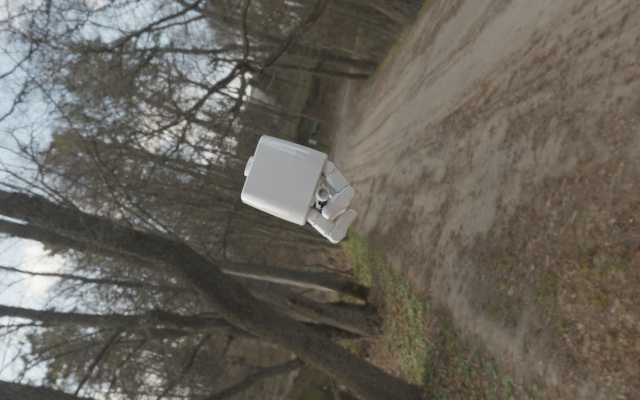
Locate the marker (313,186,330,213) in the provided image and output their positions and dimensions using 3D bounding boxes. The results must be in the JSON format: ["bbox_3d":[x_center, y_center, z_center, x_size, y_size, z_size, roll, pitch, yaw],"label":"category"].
[{"bbox_3d":[0.000,0.002,0.717,0.020,0.020,0.121,0,-12,-4],"label":"marker"}]
